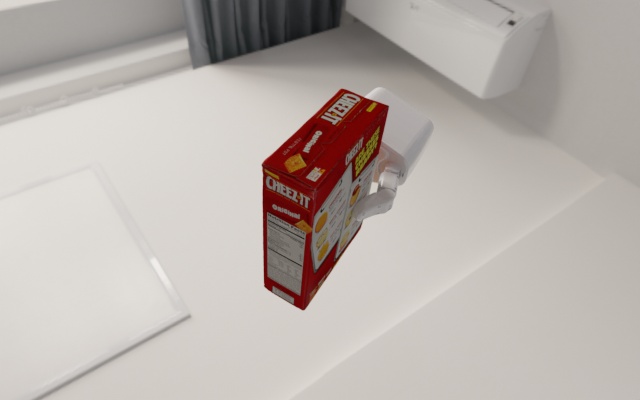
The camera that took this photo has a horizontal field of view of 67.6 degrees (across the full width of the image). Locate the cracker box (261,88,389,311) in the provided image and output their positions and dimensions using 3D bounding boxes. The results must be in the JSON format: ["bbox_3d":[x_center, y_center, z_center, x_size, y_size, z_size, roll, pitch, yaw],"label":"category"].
[{"bbox_3d":[0.000,0.002,0.565,0.072,0.214,0.164,25,49,17],"label":"cracker box"}]
